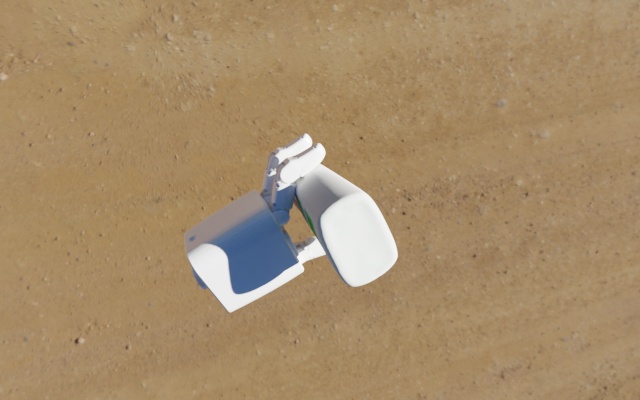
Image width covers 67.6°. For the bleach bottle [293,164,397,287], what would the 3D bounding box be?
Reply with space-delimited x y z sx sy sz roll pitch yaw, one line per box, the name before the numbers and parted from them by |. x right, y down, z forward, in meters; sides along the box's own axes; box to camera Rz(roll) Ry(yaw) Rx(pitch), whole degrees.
bleach bottle | 0.000 0.002 0.580 0.068 0.103 0.250 -30 24 -7
